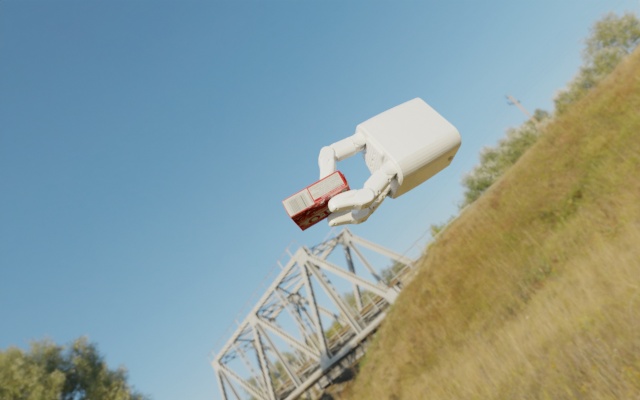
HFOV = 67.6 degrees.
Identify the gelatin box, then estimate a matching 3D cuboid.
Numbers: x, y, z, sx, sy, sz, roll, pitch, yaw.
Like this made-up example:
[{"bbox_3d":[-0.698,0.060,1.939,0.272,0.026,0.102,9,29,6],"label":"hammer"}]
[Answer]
[{"bbox_3d":[0.000,0.002,0.652,0.089,0.030,0.073,-29,-21,1],"label":"gelatin box"}]
